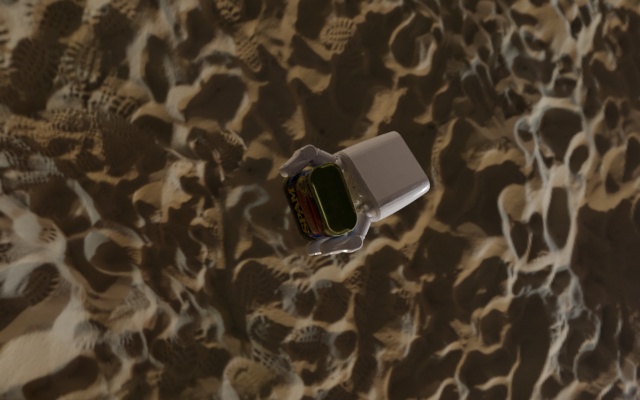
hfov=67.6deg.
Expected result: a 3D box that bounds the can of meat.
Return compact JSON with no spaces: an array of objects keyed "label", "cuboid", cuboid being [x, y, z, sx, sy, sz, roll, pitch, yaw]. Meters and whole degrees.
[{"label":"can of meat","cuboid":[0.000,0.002,0.658,0.057,0.102,0.084,-22,4,-28]}]
